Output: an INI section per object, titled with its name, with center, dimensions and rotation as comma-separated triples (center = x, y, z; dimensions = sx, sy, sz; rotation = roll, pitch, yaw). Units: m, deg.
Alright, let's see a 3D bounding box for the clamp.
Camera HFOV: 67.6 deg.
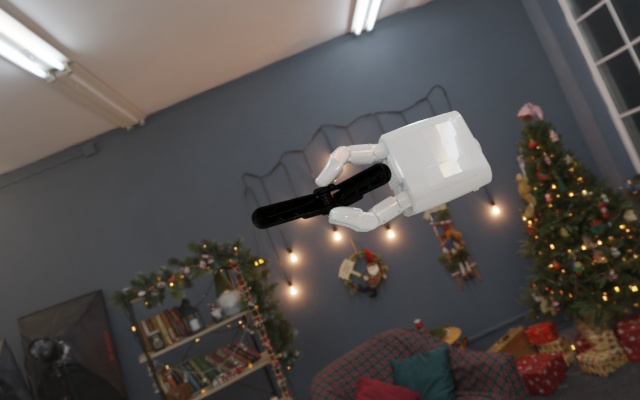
[clamp]
center = 0.000, 0.001, 0.619
dimensions = 0.164, 0.036, 0.210
rotation = -19, -4, -2
